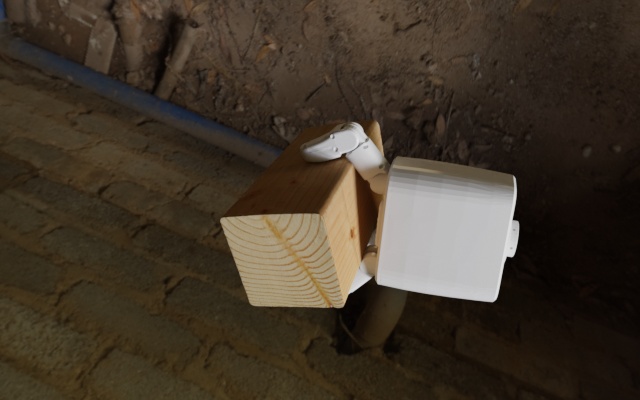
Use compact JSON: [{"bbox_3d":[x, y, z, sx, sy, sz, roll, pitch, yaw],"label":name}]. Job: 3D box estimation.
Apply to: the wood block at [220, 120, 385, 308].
[{"bbox_3d":[0.000,0.001,0.466,0.090,0.091,0.206,-3,27,21],"label":"wood block"}]
